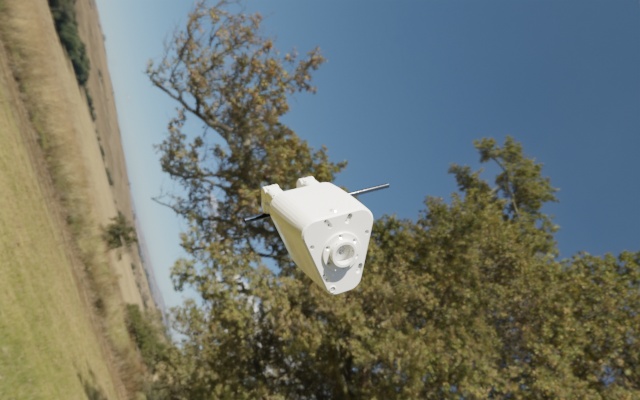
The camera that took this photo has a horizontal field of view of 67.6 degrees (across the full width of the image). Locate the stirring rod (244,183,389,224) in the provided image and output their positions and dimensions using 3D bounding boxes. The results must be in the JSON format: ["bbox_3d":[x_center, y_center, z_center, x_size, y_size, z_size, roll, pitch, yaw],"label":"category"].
[{"bbox_3d":[0.000,0.002,0.730,0.239,0.011,0.011,-14,5,-21],"label":"stirring rod"}]
